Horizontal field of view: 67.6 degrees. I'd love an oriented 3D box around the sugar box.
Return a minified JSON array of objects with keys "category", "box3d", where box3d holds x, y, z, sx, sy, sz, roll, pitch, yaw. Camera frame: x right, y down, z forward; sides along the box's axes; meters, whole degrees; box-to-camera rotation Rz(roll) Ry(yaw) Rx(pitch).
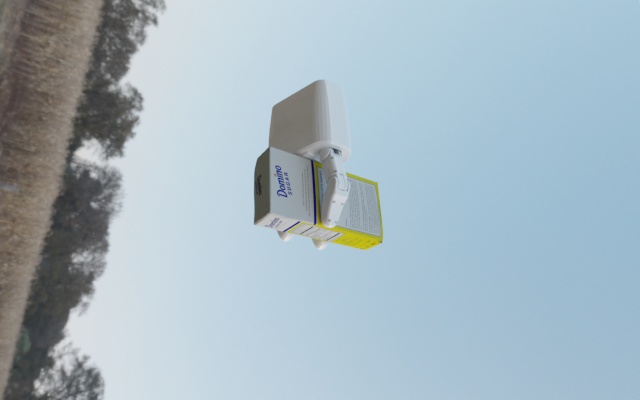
[{"category":"sugar box","box3d":[0.000,0.002,0.613,0.176,0.093,0.048,15,-32,-30]}]
